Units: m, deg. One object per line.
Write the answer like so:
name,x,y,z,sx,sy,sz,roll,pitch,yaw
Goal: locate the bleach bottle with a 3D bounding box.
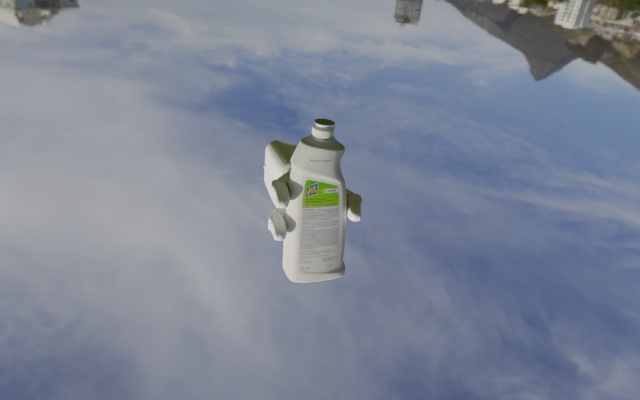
bleach bottle,0.000,0.002,0.712,0.102,0.251,0.068,-5,30,-21
